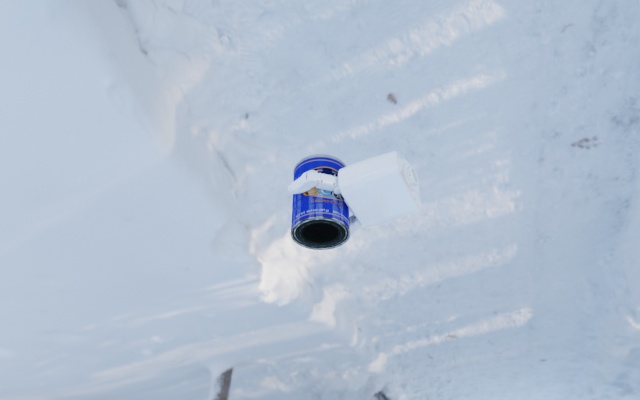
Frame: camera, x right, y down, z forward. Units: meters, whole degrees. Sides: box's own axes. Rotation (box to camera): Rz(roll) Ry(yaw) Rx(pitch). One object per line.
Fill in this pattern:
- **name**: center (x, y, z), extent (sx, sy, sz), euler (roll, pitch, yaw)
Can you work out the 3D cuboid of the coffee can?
- **coffee can**: center (0.000, 0.003, 0.855), extent (0.103, 0.140, 0.103), euler (0, -36, 0)
